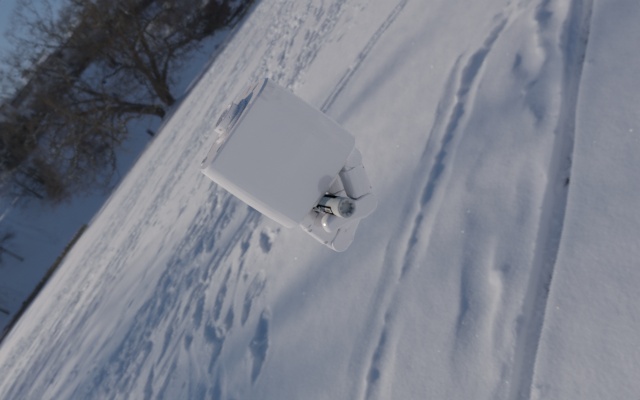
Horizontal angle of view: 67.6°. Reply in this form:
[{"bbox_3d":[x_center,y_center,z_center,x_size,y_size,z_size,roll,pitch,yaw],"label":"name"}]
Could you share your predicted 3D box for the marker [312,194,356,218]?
[{"bbox_3d":[0.000,0.002,0.484,0.020,0.020,0.121,0,5,-23],"label":"marker"}]
